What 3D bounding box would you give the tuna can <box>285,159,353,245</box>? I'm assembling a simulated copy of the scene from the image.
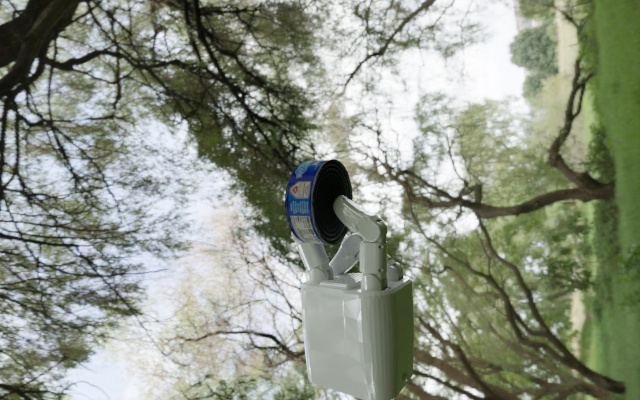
[{"bbox_3d":[0.000,0.002,0.483,0.034,0.086,0.086,1,0,29],"label":"tuna can"}]
